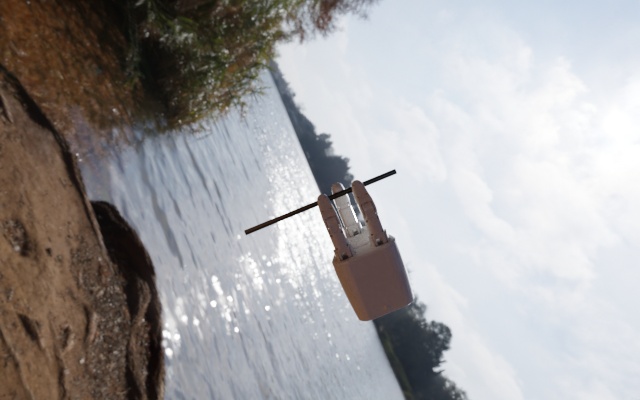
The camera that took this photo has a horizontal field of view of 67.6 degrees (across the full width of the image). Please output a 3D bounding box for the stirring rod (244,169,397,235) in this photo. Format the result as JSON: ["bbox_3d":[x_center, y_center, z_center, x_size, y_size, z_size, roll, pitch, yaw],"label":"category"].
[{"bbox_3d":[0.000,0.002,0.706,0.239,0.011,0.011,-22,0,0],"label":"stirring rod"}]
